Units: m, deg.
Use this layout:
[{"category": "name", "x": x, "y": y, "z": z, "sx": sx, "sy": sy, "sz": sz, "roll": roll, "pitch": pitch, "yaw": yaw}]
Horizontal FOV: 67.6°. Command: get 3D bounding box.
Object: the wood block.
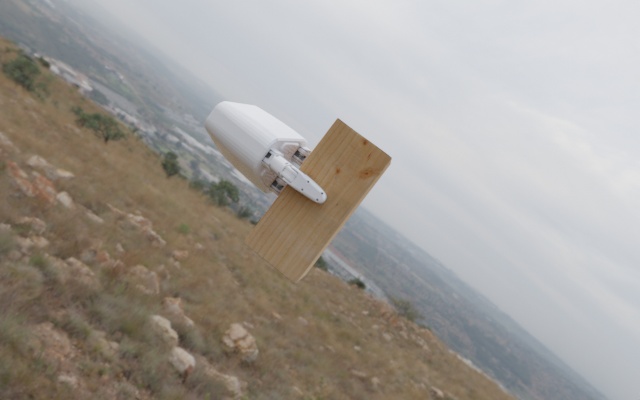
[{"category": "wood block", "x": 0.000, "y": 0.002, "z": 0.660, "sx": 0.090, "sy": 0.206, "sz": 0.091, "roll": 37, "pitch": 3, "yaw": 7}]
